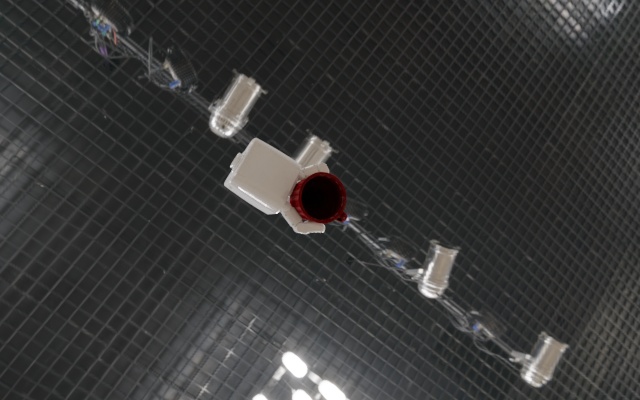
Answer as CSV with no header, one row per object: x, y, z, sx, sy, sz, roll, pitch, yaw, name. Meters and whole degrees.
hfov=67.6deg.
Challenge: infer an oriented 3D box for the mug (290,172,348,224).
0.001,0.004,0.897,0.117,0.093,0.081,34,-13,-16,mug
